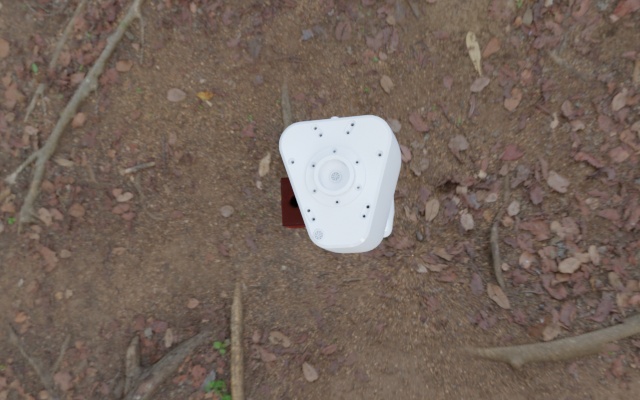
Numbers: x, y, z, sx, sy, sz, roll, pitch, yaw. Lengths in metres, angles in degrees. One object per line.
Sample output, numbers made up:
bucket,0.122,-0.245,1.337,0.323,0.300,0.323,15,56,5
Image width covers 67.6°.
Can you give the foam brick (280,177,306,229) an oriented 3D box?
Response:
foam brick,0.000,0.002,0.512,0.078,0.053,0.051,-4,-6,11
